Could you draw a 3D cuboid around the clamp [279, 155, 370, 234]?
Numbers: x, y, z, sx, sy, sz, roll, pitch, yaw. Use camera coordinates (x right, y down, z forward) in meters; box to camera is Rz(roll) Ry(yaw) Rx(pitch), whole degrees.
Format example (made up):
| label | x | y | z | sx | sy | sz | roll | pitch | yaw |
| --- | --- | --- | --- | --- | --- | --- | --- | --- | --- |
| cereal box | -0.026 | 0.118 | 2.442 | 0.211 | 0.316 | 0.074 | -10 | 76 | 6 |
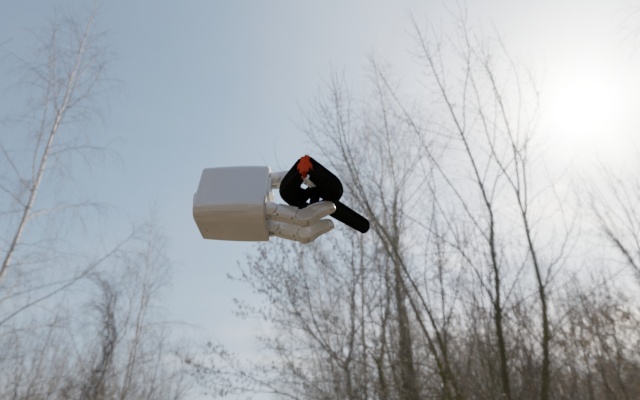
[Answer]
| label | x | y | z | sx | sy | sz | roll | pitch | yaw |
| --- | --- | --- | --- | --- | --- | --- | --- | --- | --- |
| clamp | 0.000 | 0.001 | 0.734 | 0.164 | 0.036 | 0.210 | 1 | -30 | 1 |
